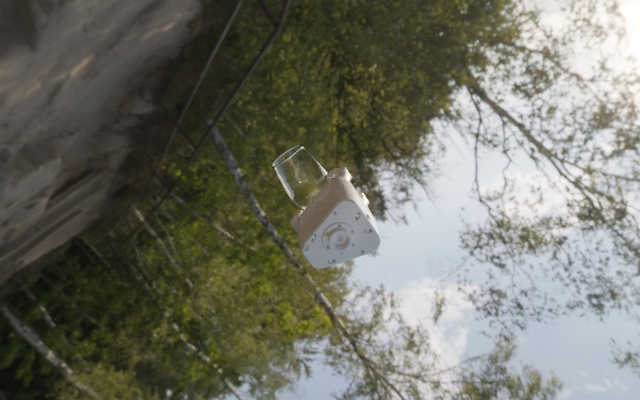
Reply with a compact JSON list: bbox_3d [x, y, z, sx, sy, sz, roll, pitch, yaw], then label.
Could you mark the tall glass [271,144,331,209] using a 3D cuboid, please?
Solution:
[{"bbox_3d":[0.000,0.003,0.812,0.079,0.201,0.079,-33,17,11],"label":"tall glass"}]
